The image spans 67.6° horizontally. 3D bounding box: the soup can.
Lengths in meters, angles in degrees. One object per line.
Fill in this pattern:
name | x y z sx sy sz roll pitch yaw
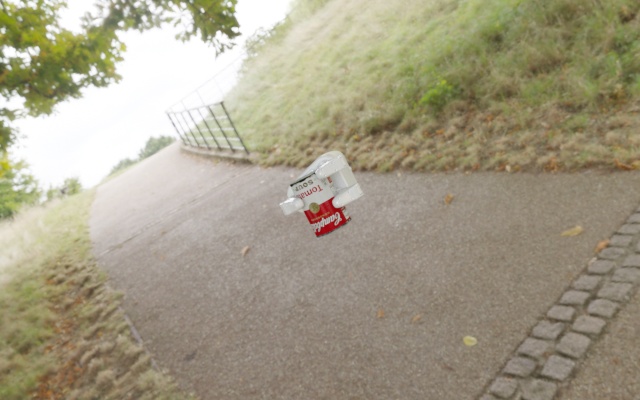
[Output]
soup can | 0.000 0.003 0.808 0.068 0.102 0.068 -27 6 3
